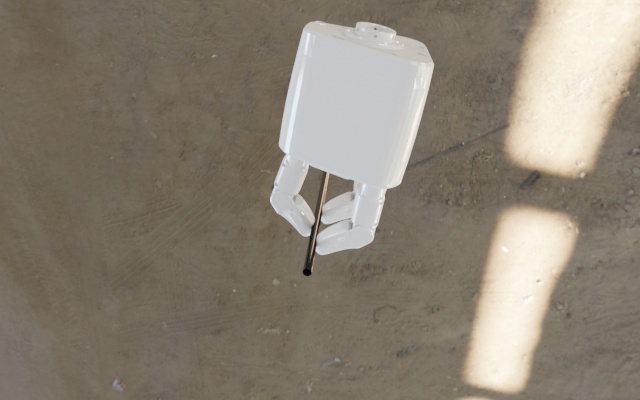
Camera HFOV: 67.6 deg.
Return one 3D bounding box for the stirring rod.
[{"bbox_3d":[0.000,0.002,0.509,0.011,0.011,0.239,0,30,6],"label":"stirring rod"}]
